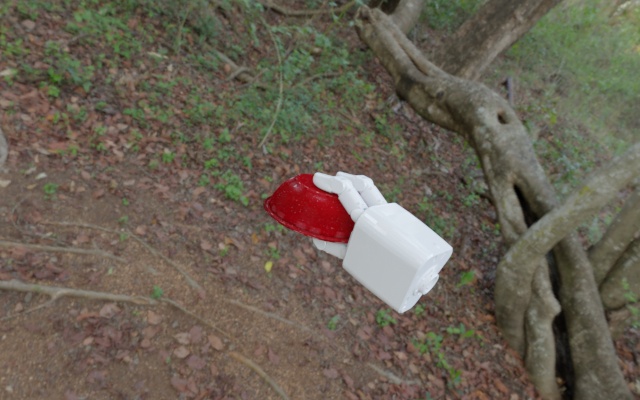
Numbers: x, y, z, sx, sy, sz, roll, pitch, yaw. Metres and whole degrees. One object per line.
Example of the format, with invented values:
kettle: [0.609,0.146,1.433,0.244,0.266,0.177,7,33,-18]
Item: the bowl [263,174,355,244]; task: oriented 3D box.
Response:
bowl: [-0.001,0.001,0.709,0.162,0.055,0.162,16,18,-5]
